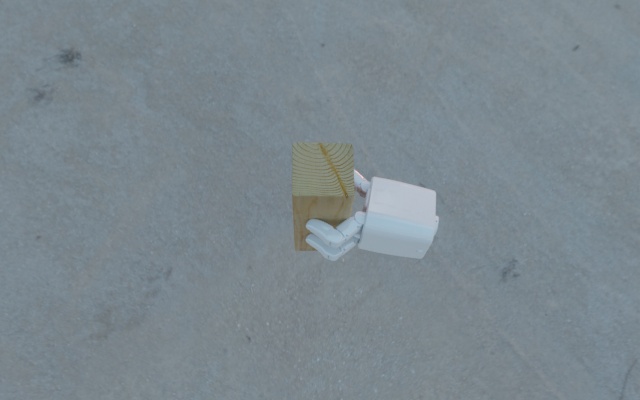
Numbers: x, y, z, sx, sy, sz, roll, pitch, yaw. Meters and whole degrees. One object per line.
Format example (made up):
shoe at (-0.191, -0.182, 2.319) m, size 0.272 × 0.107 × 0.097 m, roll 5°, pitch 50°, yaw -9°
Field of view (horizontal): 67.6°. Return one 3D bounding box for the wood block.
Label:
wood block at (0.001, 0.002, 0.765) m, size 0.090 × 0.090 × 0.206 m, roll 1°, pitch -28°, yaw -2°
